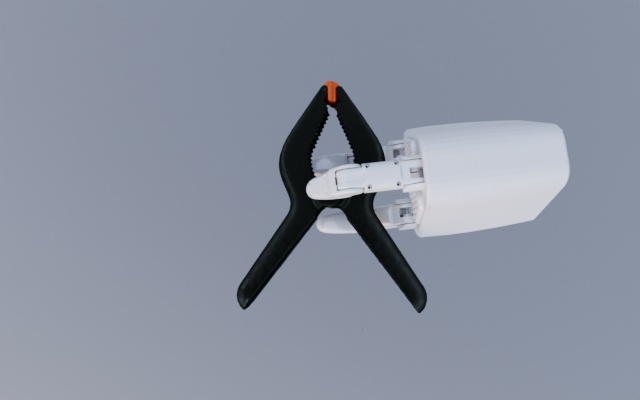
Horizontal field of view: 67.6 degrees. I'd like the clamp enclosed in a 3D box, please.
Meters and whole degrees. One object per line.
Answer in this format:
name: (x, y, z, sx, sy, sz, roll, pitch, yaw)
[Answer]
clamp: (0.000, 0.001, 0.423, 0.164, 0.210, 0.036, -6, -6, 2)
